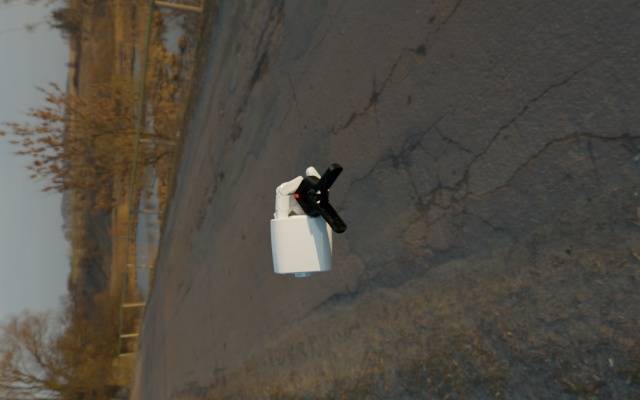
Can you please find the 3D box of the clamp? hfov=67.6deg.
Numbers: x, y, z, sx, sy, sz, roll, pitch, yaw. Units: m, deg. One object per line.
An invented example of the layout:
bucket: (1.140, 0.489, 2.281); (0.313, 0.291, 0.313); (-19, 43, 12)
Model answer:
clamp: (0.000, 0.003, 0.879); (0.039, 0.120, 0.171); (-1, -5, -24)
